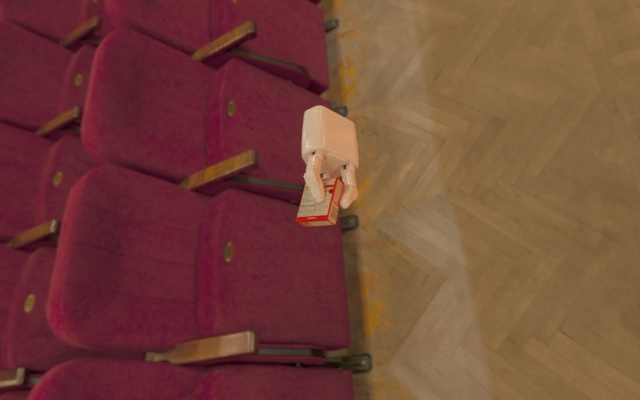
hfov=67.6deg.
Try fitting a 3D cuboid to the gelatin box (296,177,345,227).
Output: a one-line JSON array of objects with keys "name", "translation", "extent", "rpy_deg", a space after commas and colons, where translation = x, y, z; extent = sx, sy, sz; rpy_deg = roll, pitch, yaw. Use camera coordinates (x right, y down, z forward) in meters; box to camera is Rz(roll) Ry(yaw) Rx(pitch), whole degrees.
[{"name": "gelatin box", "translation": [0.000, 0.003, 0.884], "extent": [0.073, 0.089, 0.030], "rpy_deg": [-5, -31, 35]}]
